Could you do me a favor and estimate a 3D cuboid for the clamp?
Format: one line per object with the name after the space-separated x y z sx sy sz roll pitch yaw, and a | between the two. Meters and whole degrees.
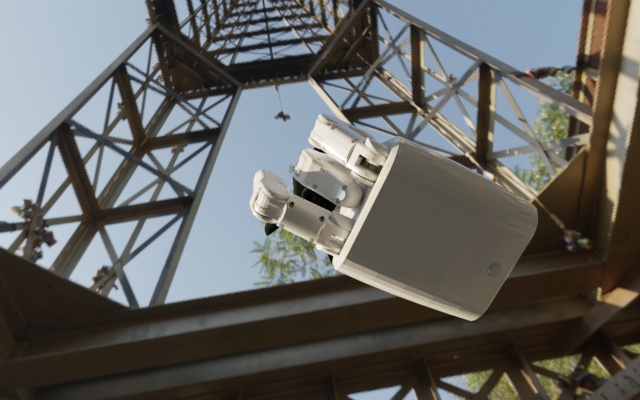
0.000 0.002 0.663 0.120 0.171 0.039 27 22 7 | clamp
